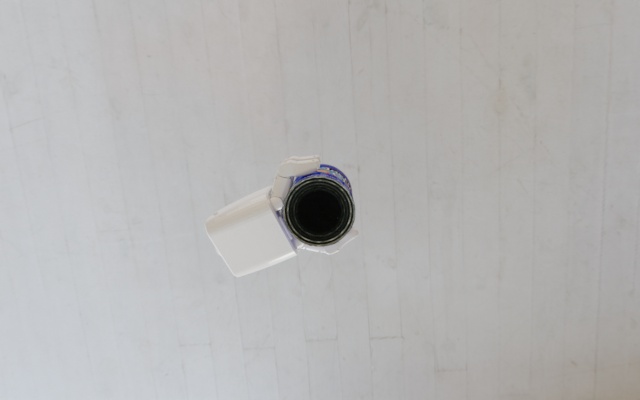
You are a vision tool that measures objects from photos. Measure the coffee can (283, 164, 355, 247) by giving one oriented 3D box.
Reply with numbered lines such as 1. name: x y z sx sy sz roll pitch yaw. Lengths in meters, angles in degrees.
1. coffee can: 0.000 0.002 0.734 0.103 0.103 0.140 0 11 2
